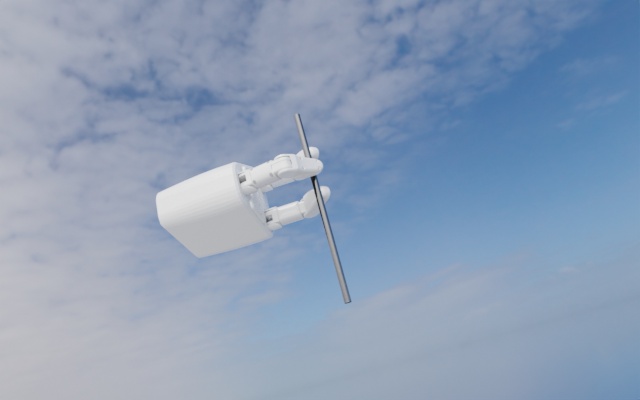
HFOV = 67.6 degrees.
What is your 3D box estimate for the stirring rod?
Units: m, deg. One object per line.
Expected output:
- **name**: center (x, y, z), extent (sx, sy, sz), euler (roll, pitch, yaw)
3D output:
- **stirring rod**: center (0.000, 0.002, 0.558), extent (0.011, 0.239, 0.011), euler (-13, -20, -5)
